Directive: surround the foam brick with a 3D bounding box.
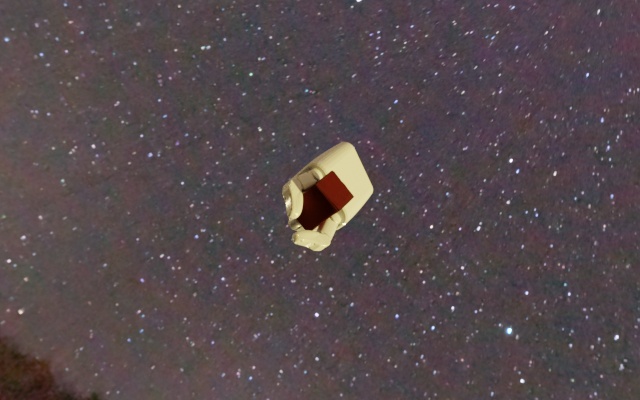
[{"bbox_3d":[0.000,0.002,0.708,0.078,0.053,0.051,-38,1,43],"label":"foam brick"}]
